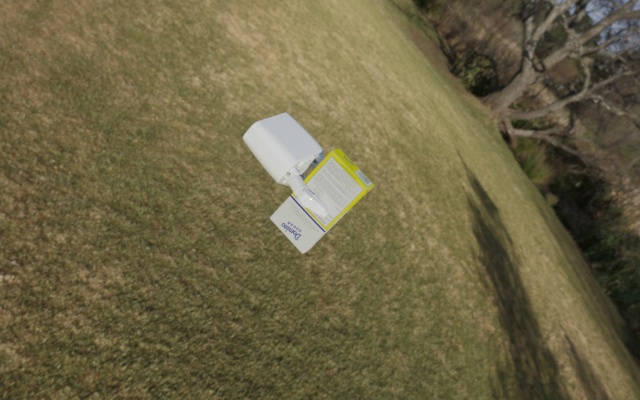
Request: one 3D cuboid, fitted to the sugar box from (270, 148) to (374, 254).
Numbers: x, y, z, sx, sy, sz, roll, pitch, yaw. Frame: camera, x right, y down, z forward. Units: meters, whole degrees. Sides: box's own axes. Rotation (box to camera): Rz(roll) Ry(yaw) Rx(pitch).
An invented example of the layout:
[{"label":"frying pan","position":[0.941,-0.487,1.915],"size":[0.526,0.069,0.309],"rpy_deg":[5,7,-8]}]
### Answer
[{"label":"sugar box","position":[0.000,0.002,0.844],"size":[0.176,0.093,0.048],"rpy_deg":[-46,-7,25]}]
